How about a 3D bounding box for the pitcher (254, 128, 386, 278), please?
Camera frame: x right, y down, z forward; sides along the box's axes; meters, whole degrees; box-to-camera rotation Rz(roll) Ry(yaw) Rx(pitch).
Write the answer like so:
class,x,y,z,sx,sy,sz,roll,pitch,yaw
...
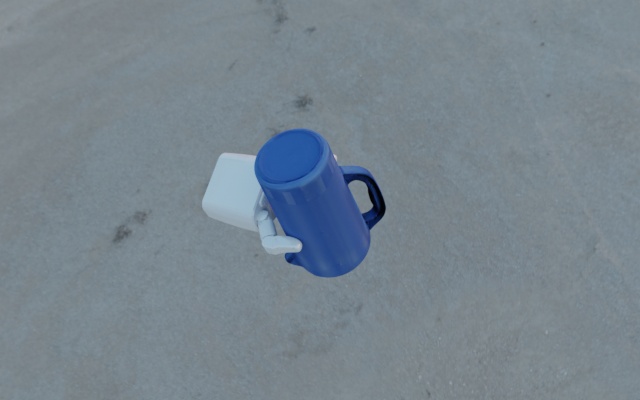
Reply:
class,x,y,z,sx,sy,sz,roll,pitch,yaw
pitcher,0.000,0.002,0.729,0.145,0.149,0.243,13,-29,26
